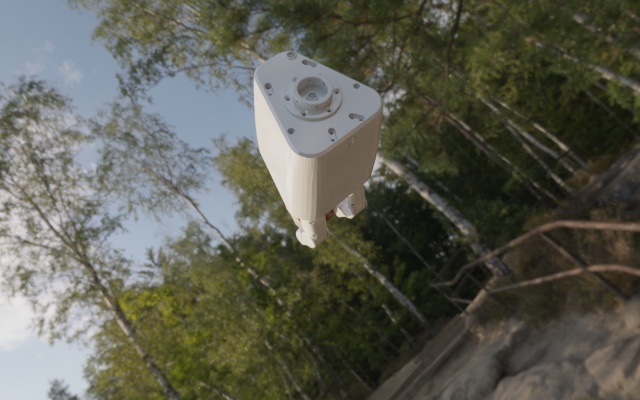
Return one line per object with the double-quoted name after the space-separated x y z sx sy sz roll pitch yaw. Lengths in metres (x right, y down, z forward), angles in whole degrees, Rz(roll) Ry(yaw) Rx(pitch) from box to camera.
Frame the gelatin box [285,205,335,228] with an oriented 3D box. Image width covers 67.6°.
0.000 0.002 0.562 0.073 0.030 0.089 -43 -16 -7 "gelatin box"
